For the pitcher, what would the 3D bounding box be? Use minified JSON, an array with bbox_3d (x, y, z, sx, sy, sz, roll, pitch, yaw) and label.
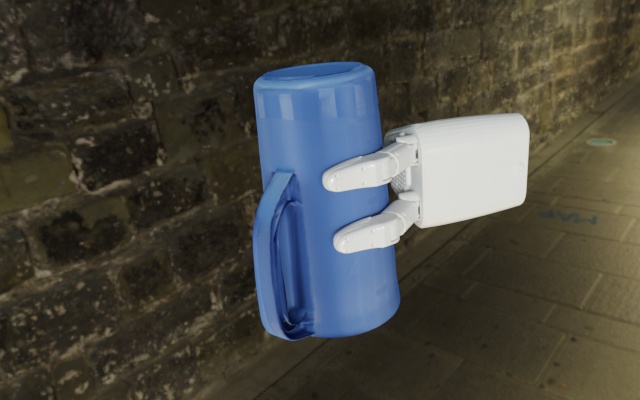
[{"bbox_3d":[0.000,0.001,0.453,0.145,0.243,0.149,-10,22,-8],"label":"pitcher"}]
